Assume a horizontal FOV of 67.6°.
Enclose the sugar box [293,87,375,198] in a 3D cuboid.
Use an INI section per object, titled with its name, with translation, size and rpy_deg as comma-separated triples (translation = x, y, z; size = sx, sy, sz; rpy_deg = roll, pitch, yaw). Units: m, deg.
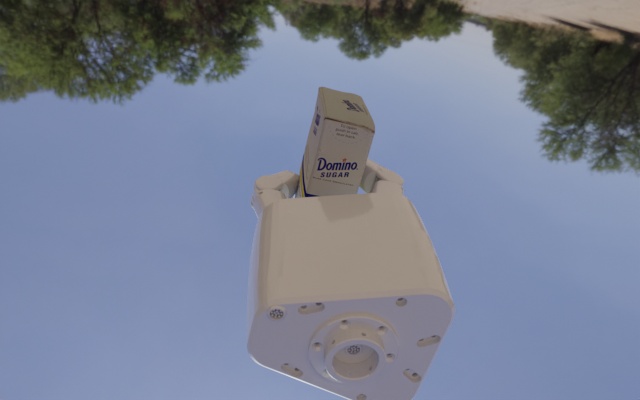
[sugar box]
translation = 0.001, 0.002, 0.411
size = 0.048, 0.176, 0.093
rpy_deg = 13, 26, -9
